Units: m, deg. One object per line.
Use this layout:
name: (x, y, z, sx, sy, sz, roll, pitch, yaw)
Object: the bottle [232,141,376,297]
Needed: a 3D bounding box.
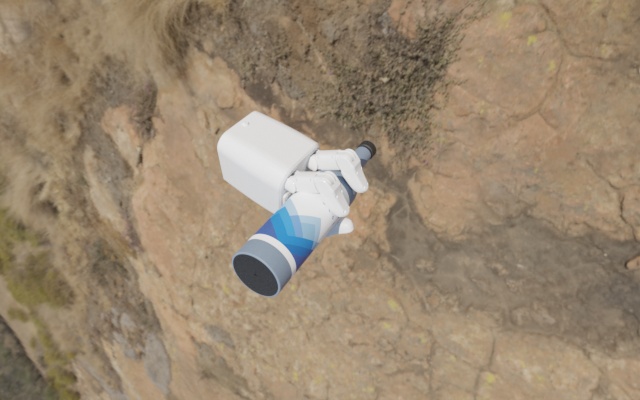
bottle: (0.000, 0.002, 0.632, 0.069, 0.069, 0.295, 0, 34, 37)
